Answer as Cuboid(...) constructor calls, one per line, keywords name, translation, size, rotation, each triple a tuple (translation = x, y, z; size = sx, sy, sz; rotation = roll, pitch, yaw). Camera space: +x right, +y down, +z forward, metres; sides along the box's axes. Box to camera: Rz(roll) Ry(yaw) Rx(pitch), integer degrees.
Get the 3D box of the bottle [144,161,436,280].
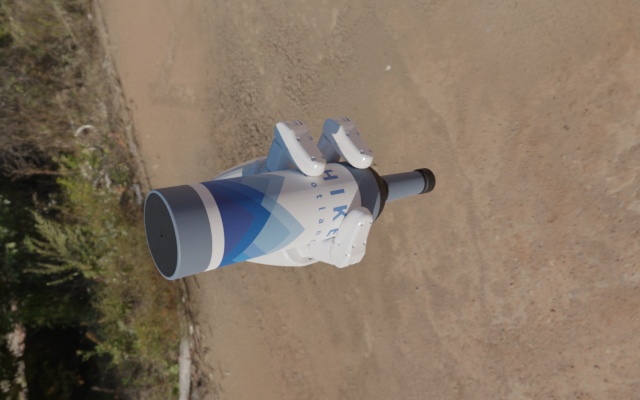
Cuboid(name="bottle", translation=(0.000, 0.001, 0.430), size=(0.295, 0.069, 0.069), rotation=(-12, 7, -37))
